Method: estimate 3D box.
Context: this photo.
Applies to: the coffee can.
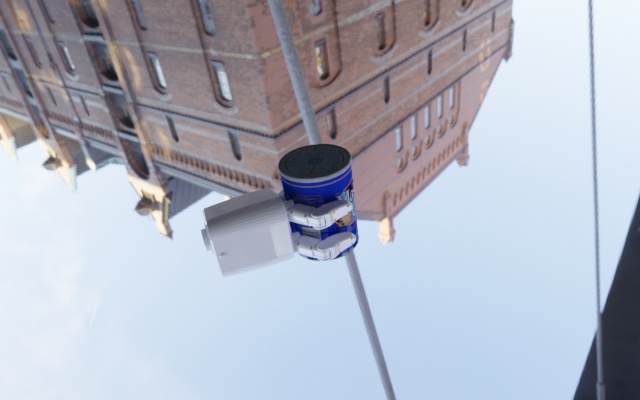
[{"bbox_3d":[0.000,0.002,0.698,0.103,0.140,0.102,-6,32,4],"label":"coffee can"}]
